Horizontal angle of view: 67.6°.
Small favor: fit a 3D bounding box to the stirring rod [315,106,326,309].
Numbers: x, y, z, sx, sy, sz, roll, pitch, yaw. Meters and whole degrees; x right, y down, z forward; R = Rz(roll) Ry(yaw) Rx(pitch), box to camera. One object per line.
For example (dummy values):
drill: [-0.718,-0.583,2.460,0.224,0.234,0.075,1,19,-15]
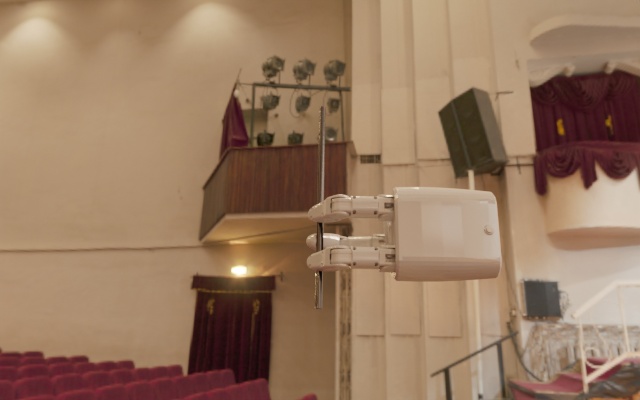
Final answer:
stirring rod: [0.000,0.002,0.551,0.011,0.239,0.011,1,-16,0]
